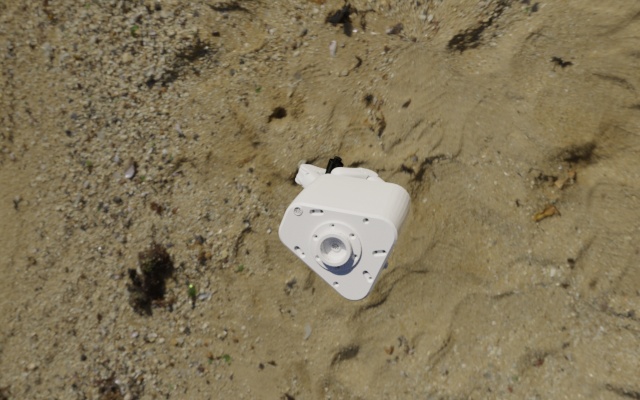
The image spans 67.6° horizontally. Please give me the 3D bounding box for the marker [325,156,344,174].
[{"bbox_3d":[0.000,0.002,0.583,0.020,0.121,0.020,19,21,-8],"label":"marker"}]
